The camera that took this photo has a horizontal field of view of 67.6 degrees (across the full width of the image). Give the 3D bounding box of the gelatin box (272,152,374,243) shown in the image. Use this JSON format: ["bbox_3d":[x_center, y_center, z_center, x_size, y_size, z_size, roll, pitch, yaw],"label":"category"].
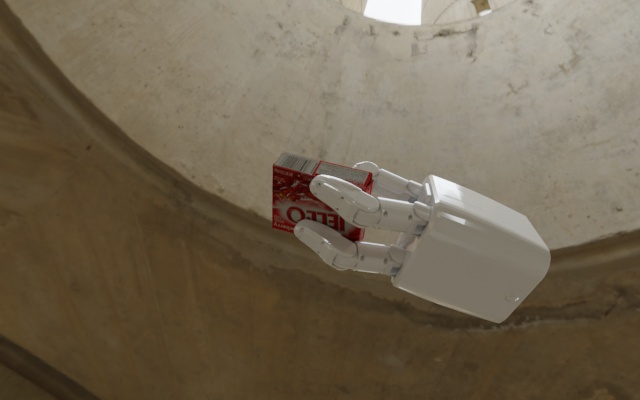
[{"bbox_3d":[0.000,0.001,0.441,0.089,0.073,0.030,15,38,13],"label":"gelatin box"}]
